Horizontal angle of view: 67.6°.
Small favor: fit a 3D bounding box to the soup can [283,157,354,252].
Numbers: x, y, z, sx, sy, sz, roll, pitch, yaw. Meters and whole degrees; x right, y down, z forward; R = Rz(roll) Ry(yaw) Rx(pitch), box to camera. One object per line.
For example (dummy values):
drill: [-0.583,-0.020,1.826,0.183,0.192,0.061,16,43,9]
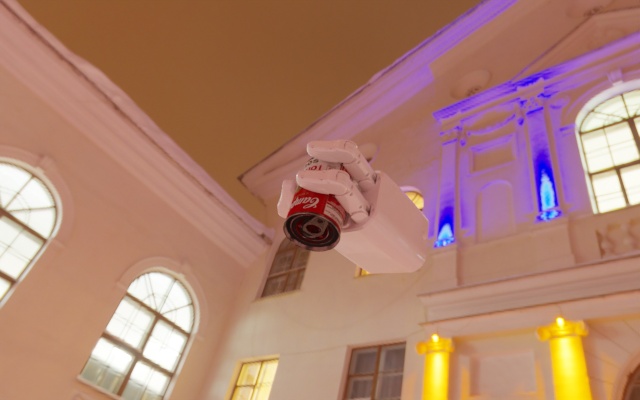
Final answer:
soup can: [0.000,0.001,0.584,0.068,0.102,0.069,9,-42,8]
